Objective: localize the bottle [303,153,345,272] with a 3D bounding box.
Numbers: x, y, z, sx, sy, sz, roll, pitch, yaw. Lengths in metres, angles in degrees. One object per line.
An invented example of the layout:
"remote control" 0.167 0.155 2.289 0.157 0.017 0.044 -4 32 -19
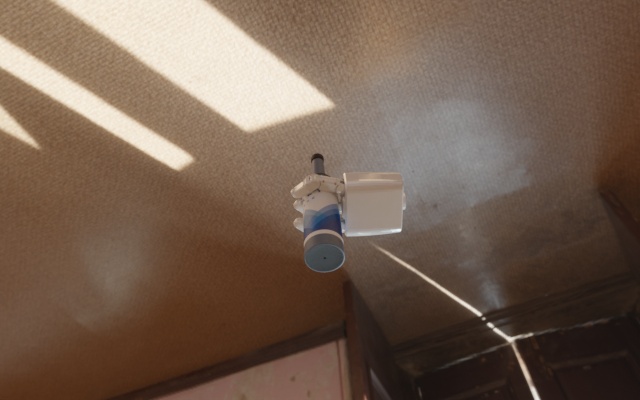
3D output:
"bottle" 0.000 0.003 0.888 0.069 0.069 0.295 0 38 -3
